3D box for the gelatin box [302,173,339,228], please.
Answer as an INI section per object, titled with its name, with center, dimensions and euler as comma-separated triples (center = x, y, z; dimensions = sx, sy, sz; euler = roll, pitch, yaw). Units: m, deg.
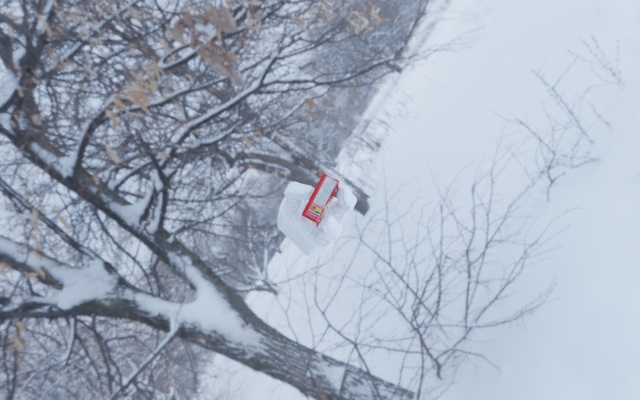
[gelatin box]
center = 0.000, 0.002, 0.747
dimensions = 0.030, 0.073, 0.089
euler = 28, -8, 4
